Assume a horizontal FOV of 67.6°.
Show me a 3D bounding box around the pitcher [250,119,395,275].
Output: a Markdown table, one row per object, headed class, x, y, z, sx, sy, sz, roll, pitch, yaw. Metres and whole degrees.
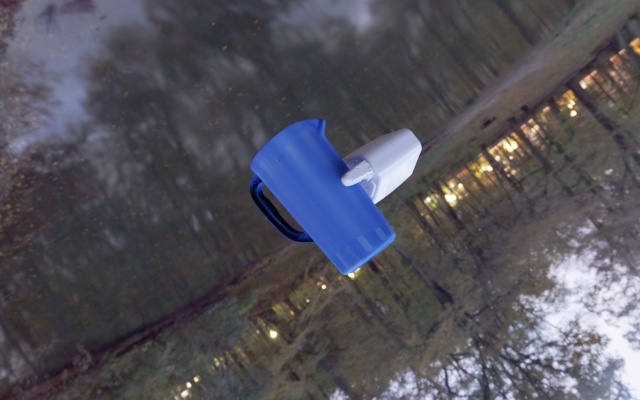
| class | x | y | z | sx | sy | sz | roll | pitch | yaw |
| --- | --- | --- | --- | --- | --- | --- | --- | --- | --- |
| pitcher | 0.000 | 0.002 | 0.780 | 0.145 | 0.243 | 0.149 | -35 | -8 | -22 |
